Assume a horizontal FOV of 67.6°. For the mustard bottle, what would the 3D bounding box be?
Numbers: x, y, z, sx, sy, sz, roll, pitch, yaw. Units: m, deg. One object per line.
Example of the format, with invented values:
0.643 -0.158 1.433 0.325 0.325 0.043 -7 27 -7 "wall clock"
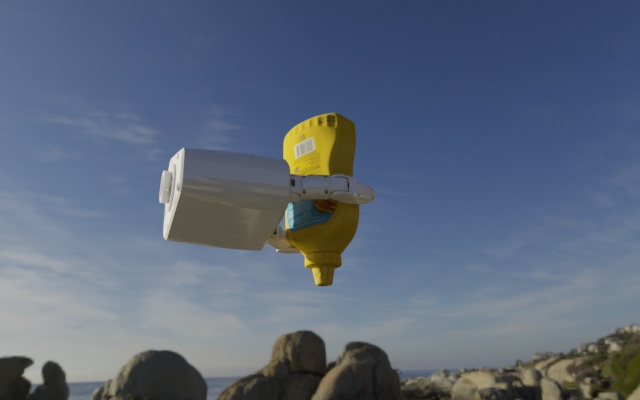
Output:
0.000 0.002 0.550 0.096 0.191 0.058 -18 -25 38 "mustard bottle"
